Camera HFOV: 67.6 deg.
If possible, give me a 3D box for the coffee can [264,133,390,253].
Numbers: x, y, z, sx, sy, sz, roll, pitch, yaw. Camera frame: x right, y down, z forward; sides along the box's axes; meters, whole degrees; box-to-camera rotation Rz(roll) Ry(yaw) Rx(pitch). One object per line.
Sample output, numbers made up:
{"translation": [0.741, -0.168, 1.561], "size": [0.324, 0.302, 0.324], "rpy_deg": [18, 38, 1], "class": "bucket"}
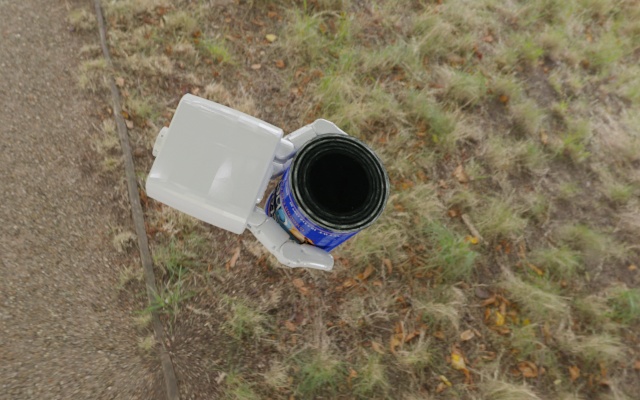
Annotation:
{"translation": [0.000, 0.002, 0.522], "size": [0.103, 0.102, 0.140], "rpy_deg": [0, -17, -17], "class": "coffee can"}
